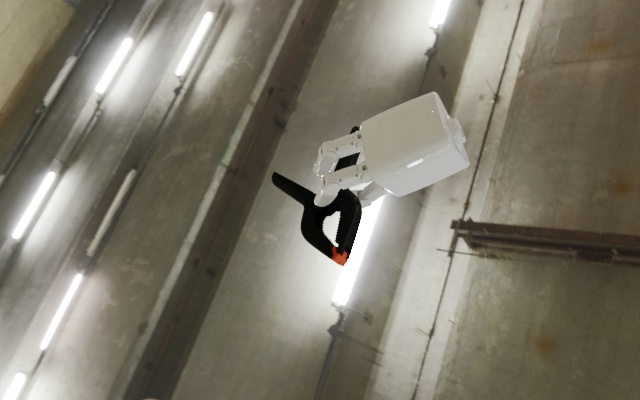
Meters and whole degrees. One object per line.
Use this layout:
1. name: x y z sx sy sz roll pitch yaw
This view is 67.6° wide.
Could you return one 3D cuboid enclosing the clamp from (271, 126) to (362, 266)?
1. clamp: 0.001 0.003 0.688 0.164 0.209 0.036 -23 -39 24
